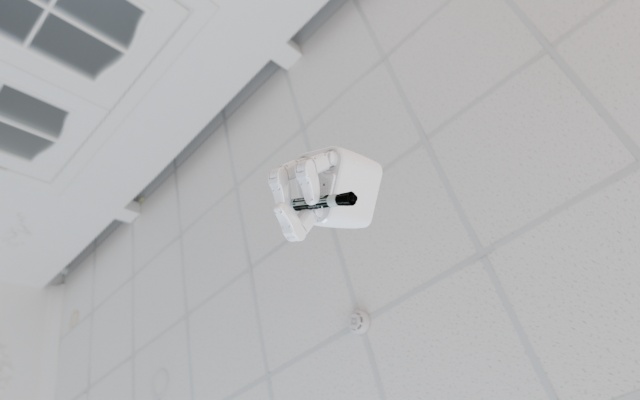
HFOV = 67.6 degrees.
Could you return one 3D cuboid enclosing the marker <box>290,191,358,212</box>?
[{"bbox_3d":[0.000,0.002,0.649,0.121,0.020,0.020,-7,-5,41],"label":"marker"}]
